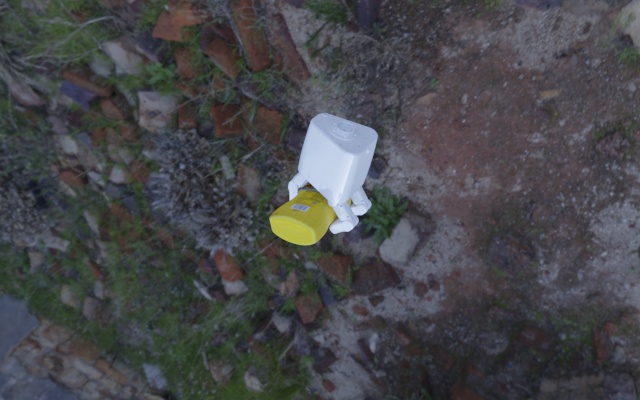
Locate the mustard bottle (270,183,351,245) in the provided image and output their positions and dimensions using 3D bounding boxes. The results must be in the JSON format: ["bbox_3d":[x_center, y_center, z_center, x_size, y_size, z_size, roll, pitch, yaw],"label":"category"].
[{"bbox_3d":[0.000,0.003,0.863,0.096,0.058,0.191,11,37,31],"label":"mustard bottle"}]
